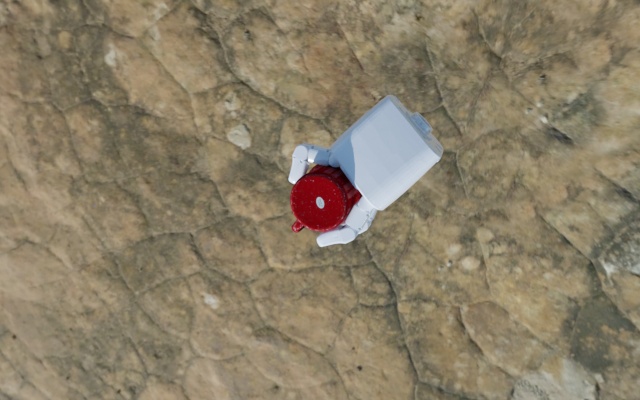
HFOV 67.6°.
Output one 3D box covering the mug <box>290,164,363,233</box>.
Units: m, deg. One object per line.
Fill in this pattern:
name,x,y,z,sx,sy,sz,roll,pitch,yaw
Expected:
mug,-0.001,0.003,0.666,0.117,0.093,0.081,-44,-3,21
